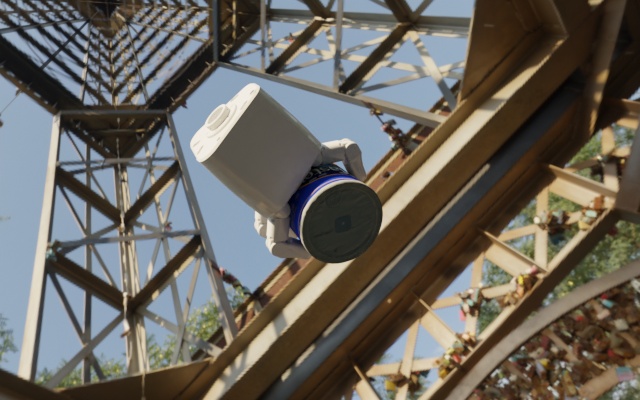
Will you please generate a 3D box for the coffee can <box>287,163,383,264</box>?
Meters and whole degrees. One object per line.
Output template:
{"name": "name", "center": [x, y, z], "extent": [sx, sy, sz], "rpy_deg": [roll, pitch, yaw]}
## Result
{"name": "coffee can", "center": [0.000, 0.002, 0.601], "extent": [0.103, 0.103, 0.140], "rpy_deg": [0, 21, -24]}
